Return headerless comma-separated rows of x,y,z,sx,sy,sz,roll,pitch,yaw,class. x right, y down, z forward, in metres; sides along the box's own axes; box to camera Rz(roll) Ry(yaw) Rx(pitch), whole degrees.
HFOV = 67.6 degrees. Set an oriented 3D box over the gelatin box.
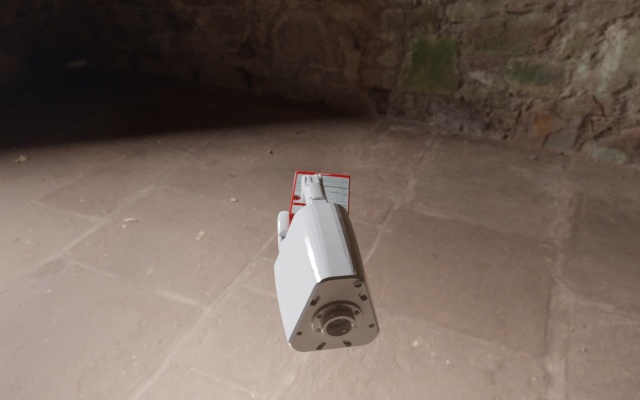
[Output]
0.000,0.001,0.609,0.073,0.030,0.089,4,42,1,gelatin box
